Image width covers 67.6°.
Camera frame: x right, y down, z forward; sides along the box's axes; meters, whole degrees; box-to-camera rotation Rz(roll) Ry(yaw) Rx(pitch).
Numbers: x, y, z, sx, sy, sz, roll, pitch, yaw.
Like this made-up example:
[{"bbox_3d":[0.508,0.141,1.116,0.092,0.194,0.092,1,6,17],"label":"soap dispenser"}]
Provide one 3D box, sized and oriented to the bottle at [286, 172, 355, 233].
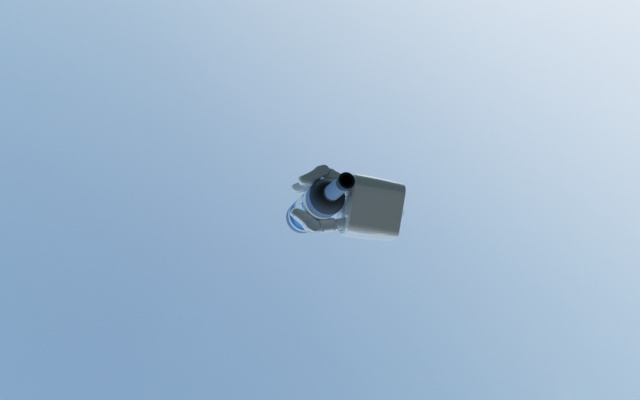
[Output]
[{"bbox_3d":[0.000,0.003,0.869,0.069,0.069,0.296,0,-13,-16],"label":"bottle"}]
